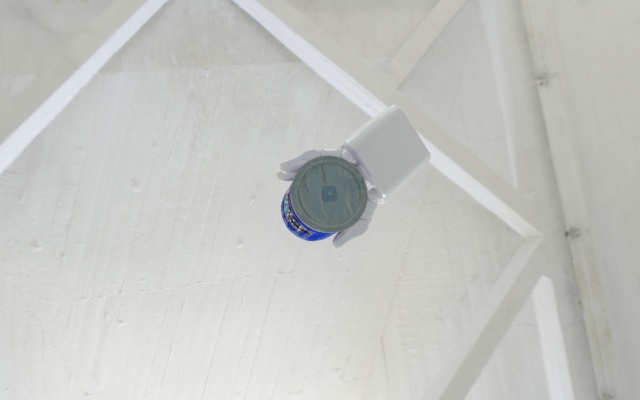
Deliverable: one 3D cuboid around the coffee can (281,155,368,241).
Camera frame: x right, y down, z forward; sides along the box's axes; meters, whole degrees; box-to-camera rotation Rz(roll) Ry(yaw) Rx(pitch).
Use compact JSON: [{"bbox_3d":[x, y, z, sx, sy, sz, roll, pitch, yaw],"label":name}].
[{"bbox_3d":[0.000,0.002,0.687,0.103,0.103,0.140,0,-10,-10],"label":"coffee can"}]
